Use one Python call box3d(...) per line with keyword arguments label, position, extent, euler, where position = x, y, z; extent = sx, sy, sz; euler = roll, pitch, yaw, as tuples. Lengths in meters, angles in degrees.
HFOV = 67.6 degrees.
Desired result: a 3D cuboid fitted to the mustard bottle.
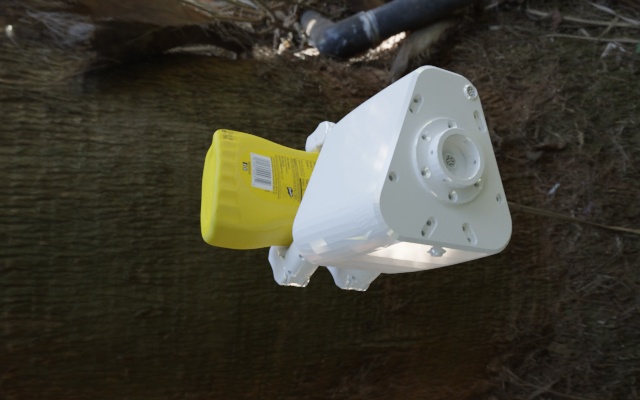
box3d(label="mustard bottle", position=(0.000, 0.001, 0.404), extent=(0.191, 0.096, 0.058), euler=(10, -40, -23))
